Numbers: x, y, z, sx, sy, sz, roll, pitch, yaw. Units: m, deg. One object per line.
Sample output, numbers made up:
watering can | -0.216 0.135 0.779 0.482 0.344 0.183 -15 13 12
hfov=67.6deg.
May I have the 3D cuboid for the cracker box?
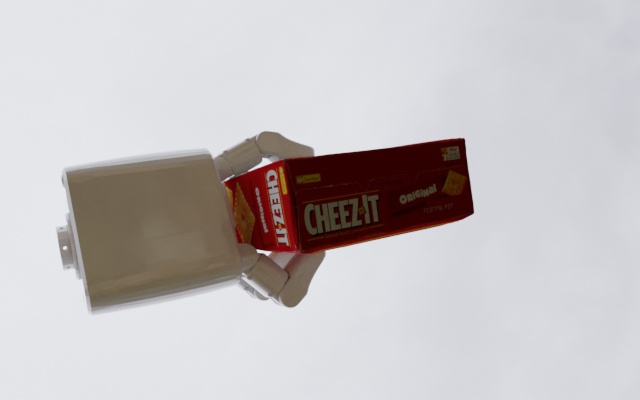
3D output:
cracker box | 0.000 0.001 0.432 0.164 0.072 0.214 -10 1 -29
